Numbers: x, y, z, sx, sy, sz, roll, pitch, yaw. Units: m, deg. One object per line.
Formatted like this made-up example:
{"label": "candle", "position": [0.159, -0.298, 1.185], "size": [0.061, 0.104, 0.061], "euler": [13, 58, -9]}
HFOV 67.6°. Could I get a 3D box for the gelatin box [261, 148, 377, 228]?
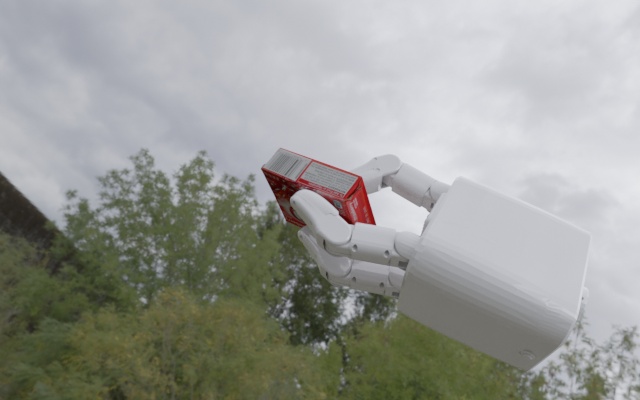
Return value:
{"label": "gelatin box", "position": [0.000, 0.001, 0.401], "size": [0.089, 0.030, 0.073], "euler": [23, -29, 32]}
